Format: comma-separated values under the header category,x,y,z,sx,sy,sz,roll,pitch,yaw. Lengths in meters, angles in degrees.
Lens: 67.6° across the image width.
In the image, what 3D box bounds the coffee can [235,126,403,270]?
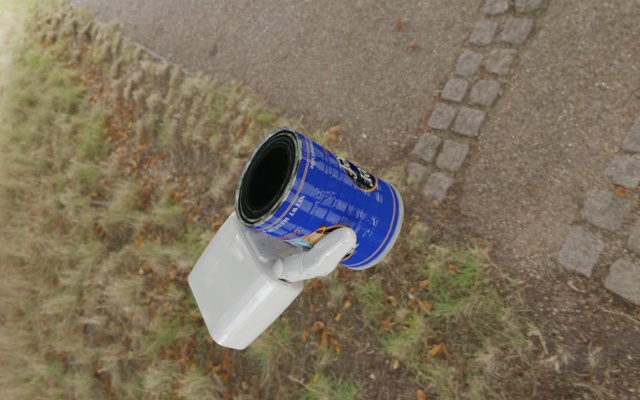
category,x,y,z,sx,sy,sz,roll,pitch,yaw
coffee can,0.000,0.002,0.486,0.140,0.102,0.103,26,-15,-34
